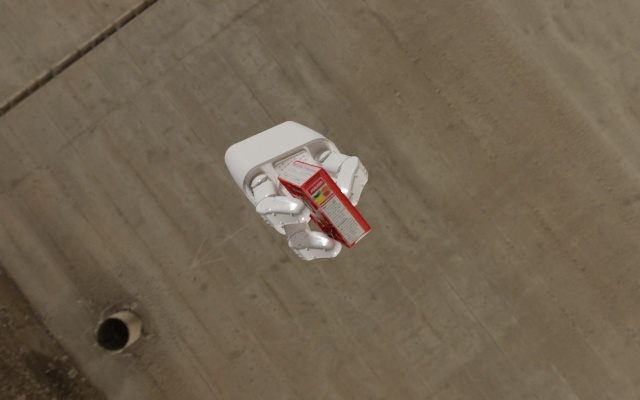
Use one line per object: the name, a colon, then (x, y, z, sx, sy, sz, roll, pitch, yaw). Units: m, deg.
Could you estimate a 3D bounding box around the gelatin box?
gelatin box: (0.001, 0.001, 0.447, 0.030, 0.073, 0.089, -42, 19, -9)
